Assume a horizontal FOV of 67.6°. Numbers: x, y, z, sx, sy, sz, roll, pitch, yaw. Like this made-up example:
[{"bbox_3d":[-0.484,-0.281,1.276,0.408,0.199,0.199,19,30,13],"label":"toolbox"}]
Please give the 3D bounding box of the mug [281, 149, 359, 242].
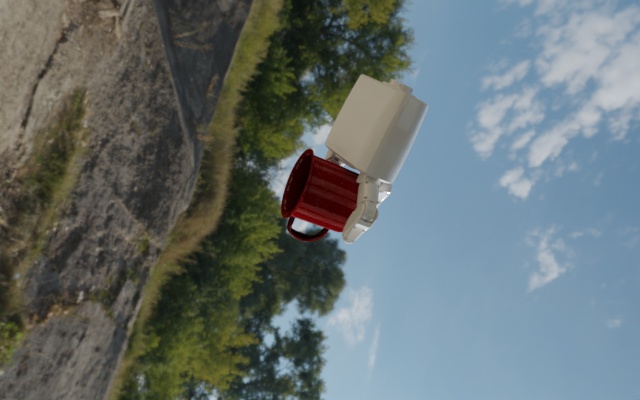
[{"bbox_3d":[0.000,0.003,0.614,0.081,0.117,0.093,21,15,-19],"label":"mug"}]
